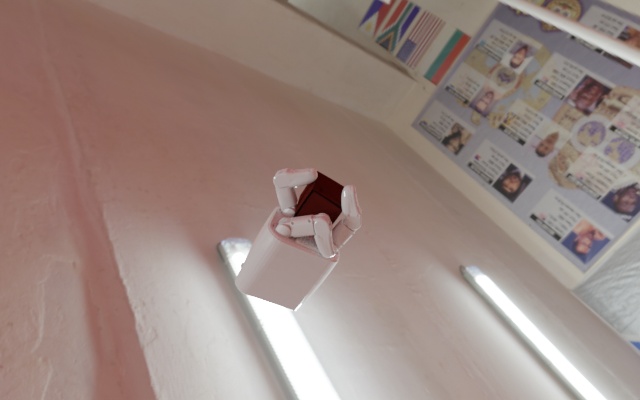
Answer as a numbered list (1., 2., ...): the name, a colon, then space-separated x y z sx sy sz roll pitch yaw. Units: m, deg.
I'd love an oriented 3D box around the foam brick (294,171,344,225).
1. foam brick: 0.000 0.002 0.675 0.053 0.051 0.078 32 22 -7
